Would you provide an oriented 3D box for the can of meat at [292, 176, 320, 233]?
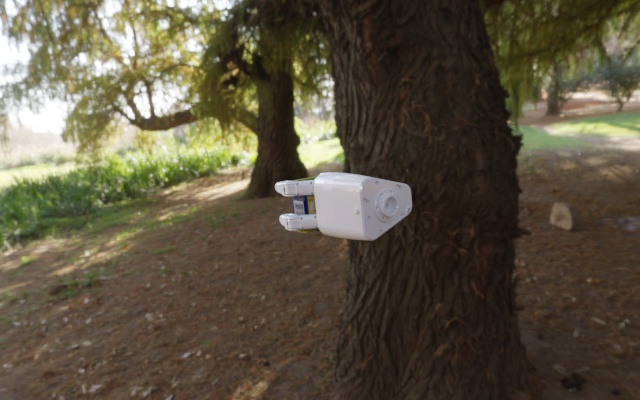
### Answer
[{"bbox_3d":[0.000,0.002,0.812,0.102,0.084,0.057,-12,11,-33],"label":"can of meat"}]
